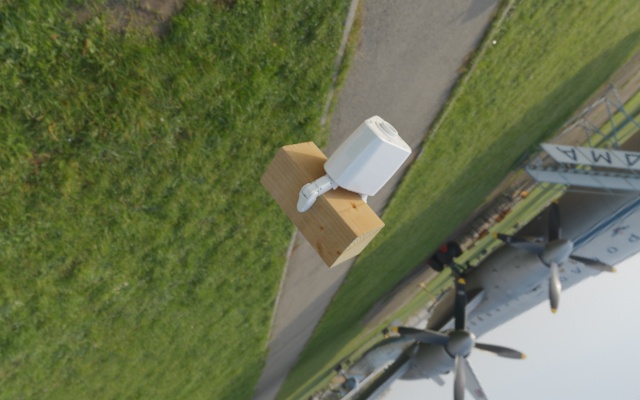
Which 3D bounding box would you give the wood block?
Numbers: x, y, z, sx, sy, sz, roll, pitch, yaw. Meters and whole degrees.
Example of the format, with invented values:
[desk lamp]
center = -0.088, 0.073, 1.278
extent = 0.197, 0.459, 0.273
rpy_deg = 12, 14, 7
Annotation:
[wood block]
center = 0.000, 0.003, 0.841
extent = 0.091, 0.206, 0.090
rpy_deg = -18, -28, -49
